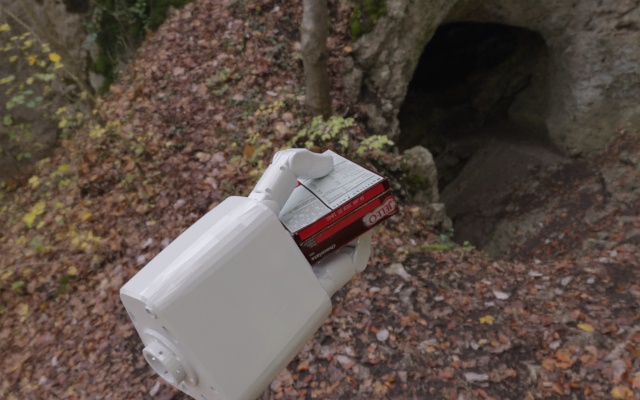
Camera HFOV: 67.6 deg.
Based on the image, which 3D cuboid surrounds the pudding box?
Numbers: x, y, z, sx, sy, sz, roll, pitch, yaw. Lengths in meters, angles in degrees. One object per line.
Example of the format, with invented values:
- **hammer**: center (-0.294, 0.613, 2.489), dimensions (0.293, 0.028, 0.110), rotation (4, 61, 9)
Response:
- **pudding box**: center (0.000, 0.001, 0.412), dimensions (0.090, 0.039, 0.113), rotation (-30, 29, -13)
